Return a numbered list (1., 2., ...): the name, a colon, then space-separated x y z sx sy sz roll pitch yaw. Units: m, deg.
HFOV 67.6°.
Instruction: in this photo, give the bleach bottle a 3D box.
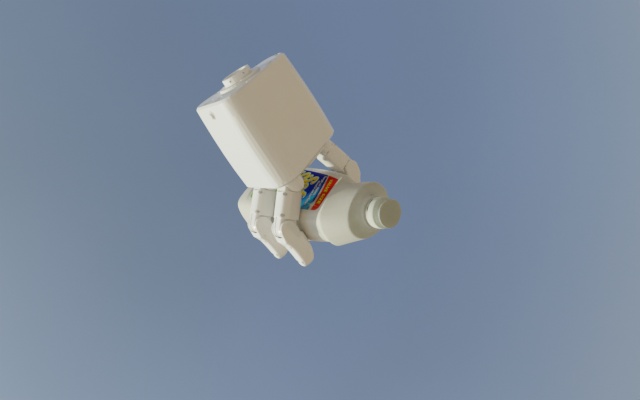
1. bleach bottle: 0.000 0.002 0.556 0.102 0.068 0.251 -44 25 -25
